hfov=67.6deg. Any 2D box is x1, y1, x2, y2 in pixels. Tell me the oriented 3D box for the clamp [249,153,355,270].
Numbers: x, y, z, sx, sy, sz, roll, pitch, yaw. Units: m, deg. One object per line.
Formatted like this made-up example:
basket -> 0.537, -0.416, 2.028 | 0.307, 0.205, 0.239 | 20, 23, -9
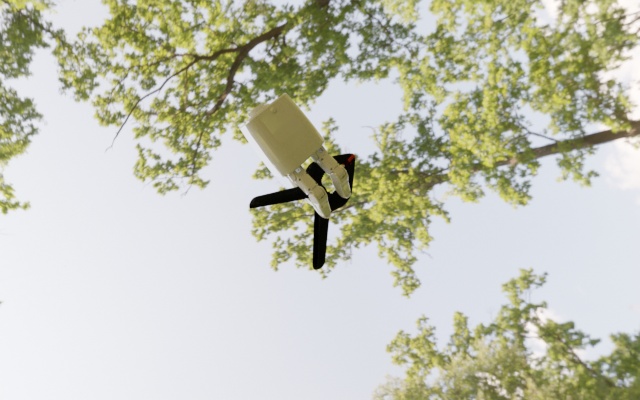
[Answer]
clamp -> 0.000, 0.002, 0.824 | 0.210, 0.164, 0.036 | -44, 14, -26
